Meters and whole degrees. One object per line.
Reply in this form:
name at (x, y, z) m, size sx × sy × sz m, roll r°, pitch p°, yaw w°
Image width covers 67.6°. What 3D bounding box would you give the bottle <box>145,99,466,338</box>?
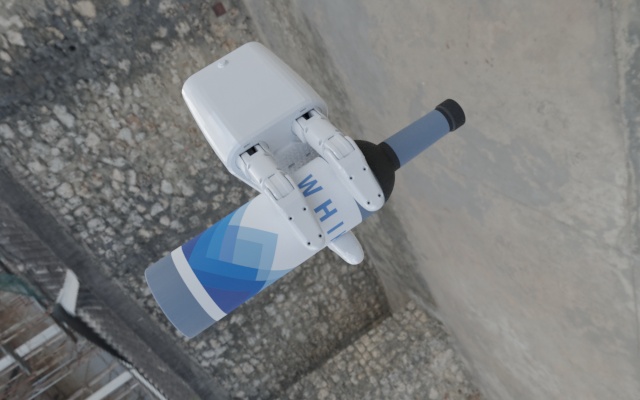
bottle at (0.000, 0.002, 0.404) m, size 0.295 × 0.069 × 0.069 m, roll -34°, pitch 6°, yaw -9°
